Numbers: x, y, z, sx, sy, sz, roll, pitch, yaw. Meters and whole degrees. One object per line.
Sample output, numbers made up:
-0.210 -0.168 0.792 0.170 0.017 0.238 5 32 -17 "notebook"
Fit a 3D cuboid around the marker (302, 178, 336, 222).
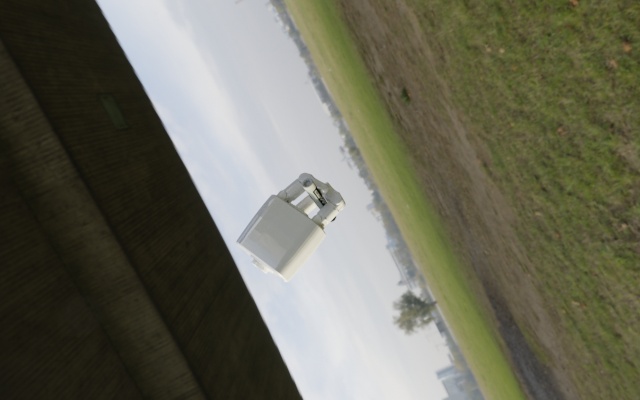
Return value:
0.000 0.003 0.818 0.020 0.020 0.121 0 -31 25 "marker"
